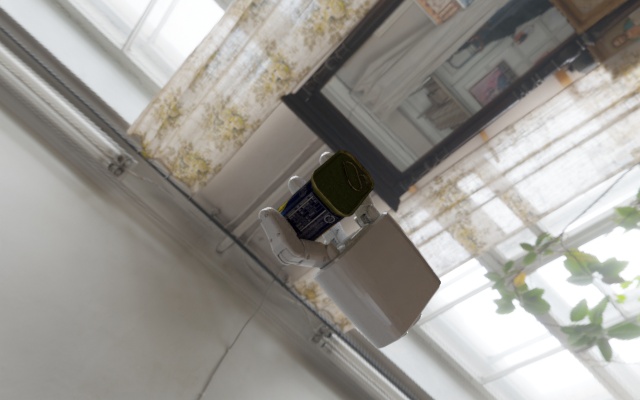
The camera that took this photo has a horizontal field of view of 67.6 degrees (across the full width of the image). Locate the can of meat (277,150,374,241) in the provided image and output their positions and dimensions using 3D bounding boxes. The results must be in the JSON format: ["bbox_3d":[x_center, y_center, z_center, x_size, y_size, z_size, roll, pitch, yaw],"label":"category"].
[{"bbox_3d":[0.000,0.002,0.515,0.084,0.057,0.102,-41,3,34],"label":"can of meat"}]
